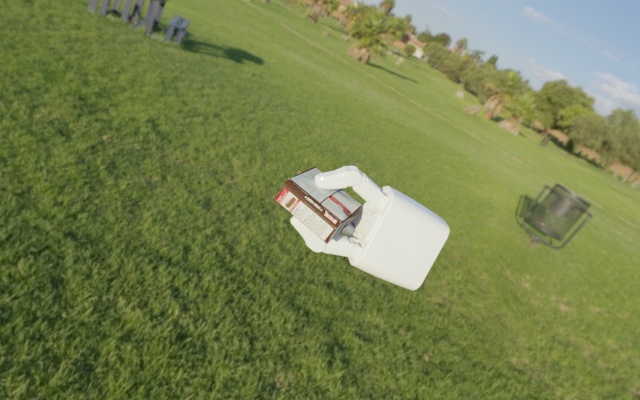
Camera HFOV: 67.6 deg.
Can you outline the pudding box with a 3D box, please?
[{"bbox_3d":[0.000,0.002,0.632,0.090,0.039,0.113,39,18,7],"label":"pudding box"}]
